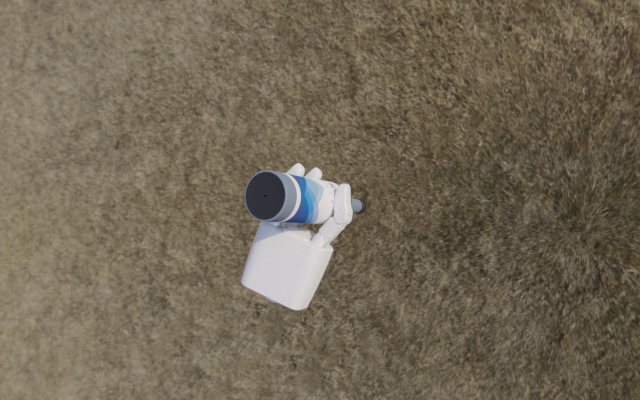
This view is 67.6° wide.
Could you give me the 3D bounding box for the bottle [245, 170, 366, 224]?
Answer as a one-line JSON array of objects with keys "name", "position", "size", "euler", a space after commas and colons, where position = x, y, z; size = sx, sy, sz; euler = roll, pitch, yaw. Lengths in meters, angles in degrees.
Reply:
[{"name": "bottle", "position": [0.000, 0.002, 0.737], "size": [0.069, 0.069, 0.296], "euler": [0, -3, 29]}]
